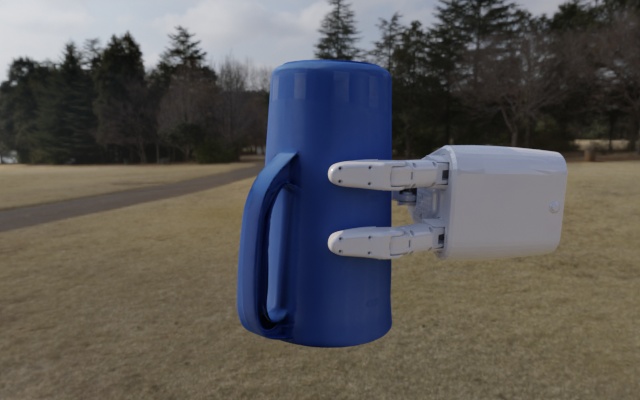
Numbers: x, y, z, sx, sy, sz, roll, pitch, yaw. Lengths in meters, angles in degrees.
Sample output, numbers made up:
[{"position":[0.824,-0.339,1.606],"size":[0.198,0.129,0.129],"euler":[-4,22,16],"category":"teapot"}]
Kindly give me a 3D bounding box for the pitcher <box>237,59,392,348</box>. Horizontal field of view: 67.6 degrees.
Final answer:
[{"position":[0.000,0.001,0.435],"size":[0.145,0.243,0.149],"euler":[0,9,-7],"category":"pitcher"}]
